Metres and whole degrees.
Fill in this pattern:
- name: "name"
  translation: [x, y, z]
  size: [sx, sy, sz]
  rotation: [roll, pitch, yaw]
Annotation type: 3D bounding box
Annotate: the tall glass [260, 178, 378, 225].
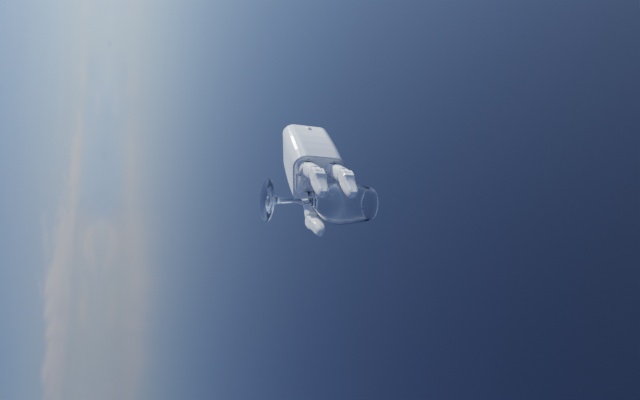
- name: "tall glass"
  translation: [0.000, 0.003, 0.838]
  size: [0.201, 0.079, 0.079]
  rotation: [3, -1, -24]
